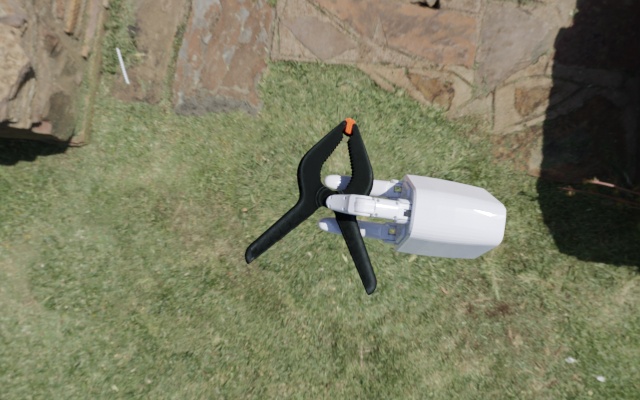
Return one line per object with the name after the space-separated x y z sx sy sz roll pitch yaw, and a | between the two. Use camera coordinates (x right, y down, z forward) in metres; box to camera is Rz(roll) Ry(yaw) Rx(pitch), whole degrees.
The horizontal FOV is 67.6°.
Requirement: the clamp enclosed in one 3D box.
0.000 0.001 0.583 0.164 0.210 0.036 8 -1 -3 | clamp
